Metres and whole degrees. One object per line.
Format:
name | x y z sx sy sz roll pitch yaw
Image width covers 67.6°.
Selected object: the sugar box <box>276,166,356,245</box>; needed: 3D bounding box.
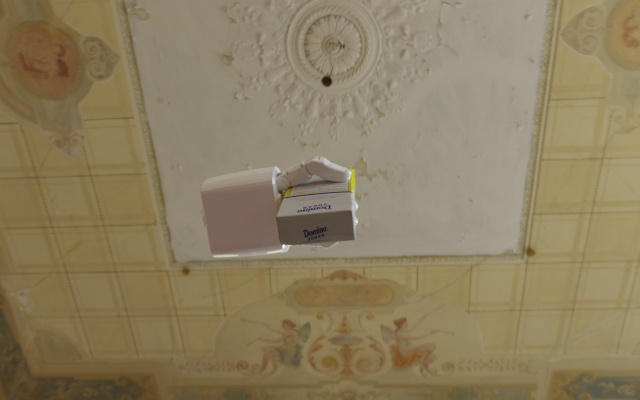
sugar box | 0.000 0.003 0.637 0.093 0.048 0.176 -5 23 7
